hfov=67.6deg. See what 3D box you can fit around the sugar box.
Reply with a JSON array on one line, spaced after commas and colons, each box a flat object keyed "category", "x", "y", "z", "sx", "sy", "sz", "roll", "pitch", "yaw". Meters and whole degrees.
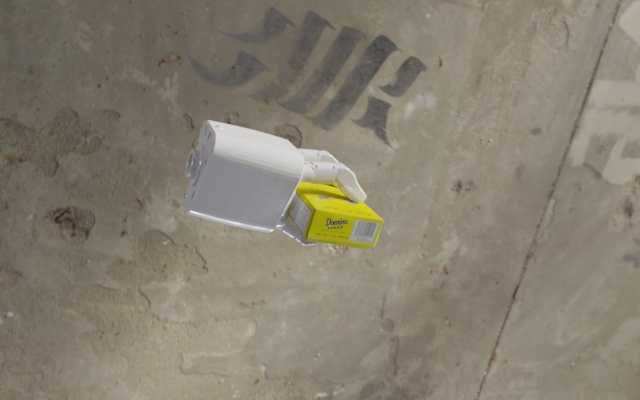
[{"category": "sugar box", "x": 0.000, "y": 0.002, "z": 0.621, "sx": 0.093, "sy": 0.048, "sz": 0.176, "roll": 10, "pitch": 19, "yaw": -25}]
